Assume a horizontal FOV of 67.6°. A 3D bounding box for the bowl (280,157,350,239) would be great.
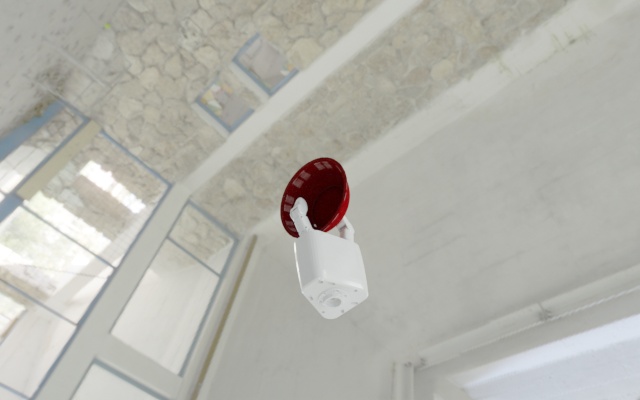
[{"bbox_3d":[0.000,0.002,0.896,0.162,0.162,0.055,0,-21,43],"label":"bowl"}]
